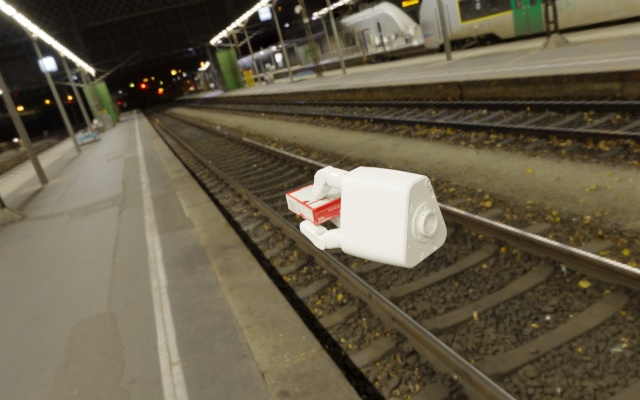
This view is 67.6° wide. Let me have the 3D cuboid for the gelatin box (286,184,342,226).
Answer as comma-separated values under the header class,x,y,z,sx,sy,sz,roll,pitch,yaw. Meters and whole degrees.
class,x,y,z,sx,sy,sz,roll,pitch,yaw
gelatin box,0.000,0.002,0.731,0.073,0.030,0.089,-21,26,-25
